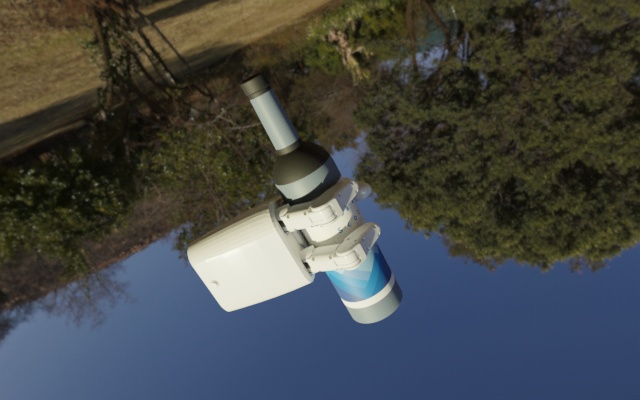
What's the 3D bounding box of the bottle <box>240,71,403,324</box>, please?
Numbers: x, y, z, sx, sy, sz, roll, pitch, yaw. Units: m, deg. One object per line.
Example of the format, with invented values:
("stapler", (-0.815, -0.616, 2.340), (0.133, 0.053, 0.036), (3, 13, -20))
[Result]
("bottle", (0.000, 0.002, 0.513), (0.069, 0.296, 0.069), (-25, 21, 10))
